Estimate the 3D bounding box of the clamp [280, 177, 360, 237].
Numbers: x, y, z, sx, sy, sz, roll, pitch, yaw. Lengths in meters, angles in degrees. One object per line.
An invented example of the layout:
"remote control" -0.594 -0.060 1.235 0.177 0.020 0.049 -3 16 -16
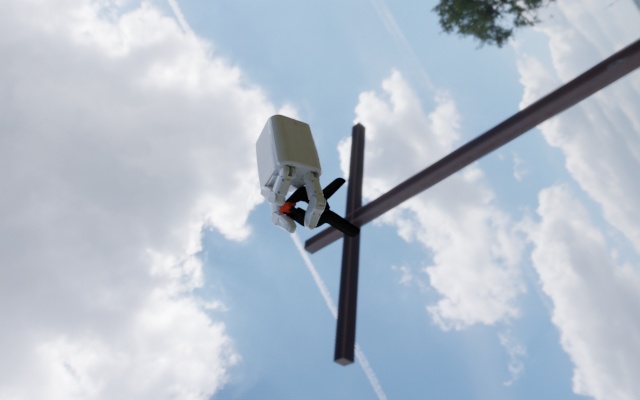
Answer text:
"clamp" 0.000 0.003 0.884 0.171 0.120 0.039 12 -35 -40
